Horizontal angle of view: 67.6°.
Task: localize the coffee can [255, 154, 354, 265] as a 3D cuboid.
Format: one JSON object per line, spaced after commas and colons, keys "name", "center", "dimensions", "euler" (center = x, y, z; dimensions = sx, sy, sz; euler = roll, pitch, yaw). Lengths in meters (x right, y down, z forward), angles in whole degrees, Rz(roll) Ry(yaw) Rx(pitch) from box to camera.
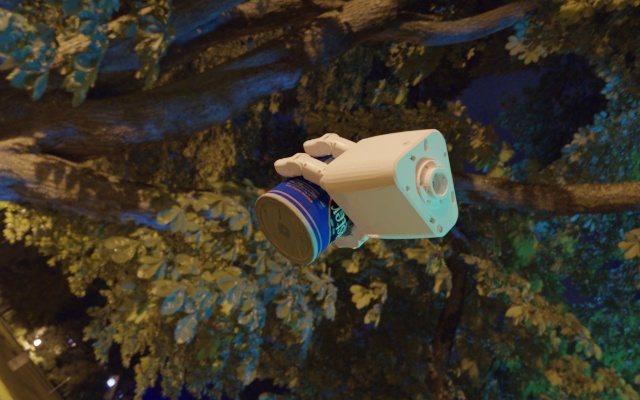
{"name": "coffee can", "center": [0.000, 0.002, 0.625], "dimensions": [0.140, 0.103, 0.103], "euler": [-38, 23, -33]}
